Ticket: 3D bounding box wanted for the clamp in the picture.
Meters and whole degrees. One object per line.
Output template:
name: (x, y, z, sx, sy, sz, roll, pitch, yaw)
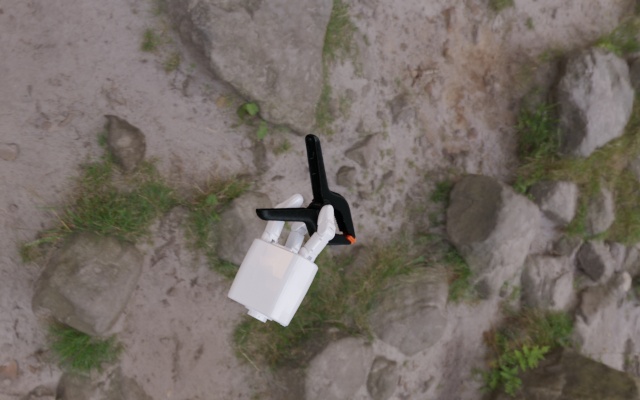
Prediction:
clamp: (0.001, 0.003, 0.805, 0.036, 0.164, 0.210, 11, -22, 47)
